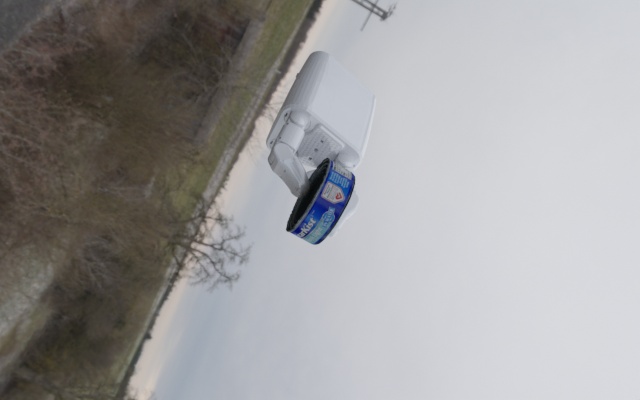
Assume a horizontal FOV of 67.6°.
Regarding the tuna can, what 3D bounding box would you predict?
[{"bbox_3d":[0.001,0.002,0.487,0.034,0.086,0.086,29,-6,-11],"label":"tuna can"}]
